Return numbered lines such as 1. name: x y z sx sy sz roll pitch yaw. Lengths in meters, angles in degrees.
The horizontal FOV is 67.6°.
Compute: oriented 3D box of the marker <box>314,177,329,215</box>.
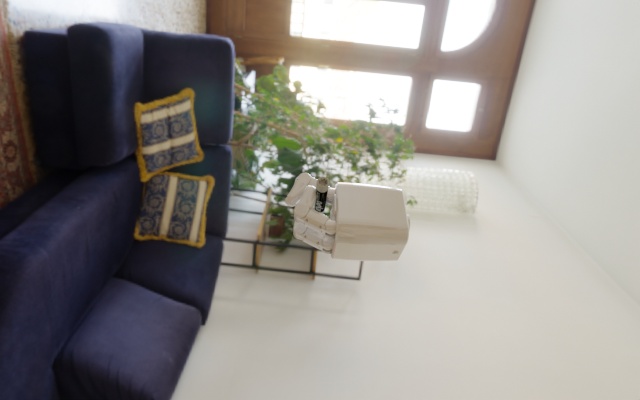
1. marker: 0.000 0.002 0.743 0.020 0.020 0.121 0 -29 -4
